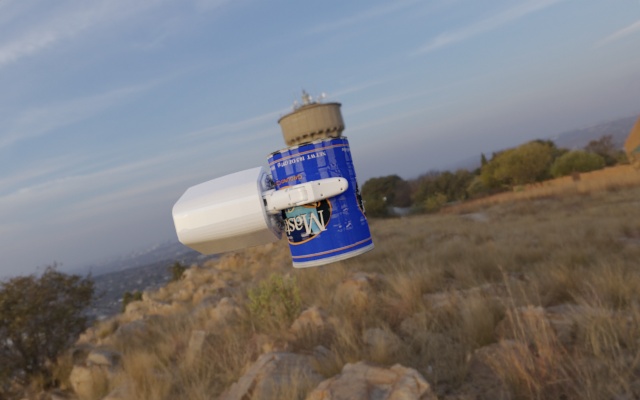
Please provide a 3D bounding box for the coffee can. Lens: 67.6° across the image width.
[{"bbox_3d":[0.000,0.002,0.588,0.103,0.140,0.103,-14,0,0],"label":"coffee can"}]
